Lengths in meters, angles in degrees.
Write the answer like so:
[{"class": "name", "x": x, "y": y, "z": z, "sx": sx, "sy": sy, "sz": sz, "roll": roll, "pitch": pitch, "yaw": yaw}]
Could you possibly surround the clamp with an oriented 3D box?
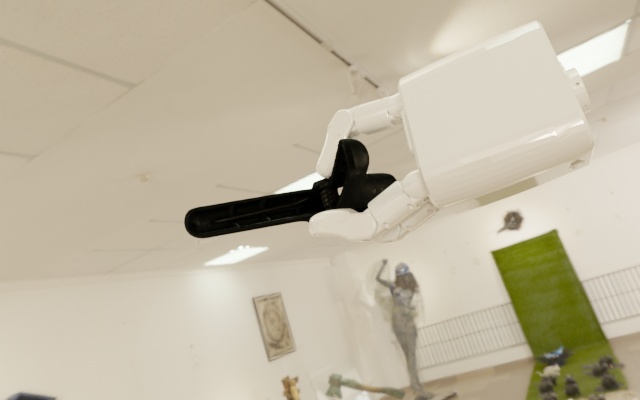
[{"class": "clamp", "x": 0.000, "y": 0.001, "z": 0.417, "sx": 0.164, "sy": 0.036, "sz": 0.210, "roll": -19, "pitch": -13, "yaw": 25}]
